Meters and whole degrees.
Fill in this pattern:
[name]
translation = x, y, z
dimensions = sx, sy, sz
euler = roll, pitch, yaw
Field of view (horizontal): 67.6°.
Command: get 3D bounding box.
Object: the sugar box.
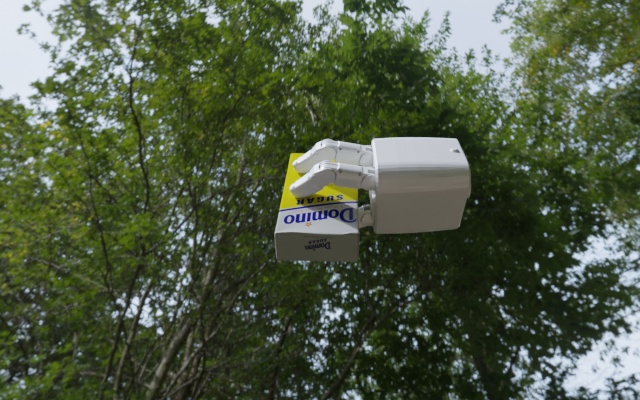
[sugar box]
translation = 0.000, 0.001, 0.586
dimensions = 0.093, 0.048, 0.176
euler = 1, 32, 2
